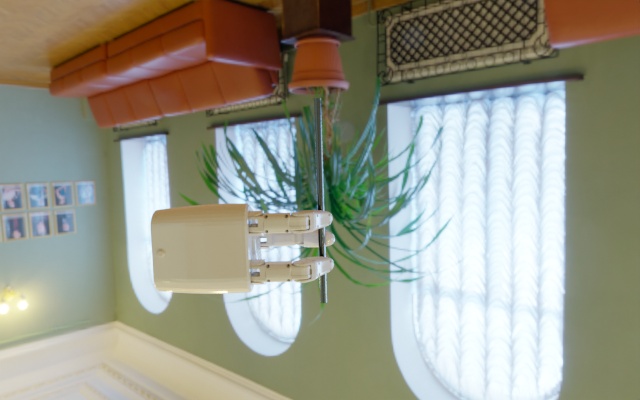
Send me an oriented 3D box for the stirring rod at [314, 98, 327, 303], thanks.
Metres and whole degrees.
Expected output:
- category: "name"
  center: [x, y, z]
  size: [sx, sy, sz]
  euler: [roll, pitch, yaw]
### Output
- category: "stirring rod"
  center: [0.000, 0.002, 0.562]
  size: [0.011, 0.239, 0.011]
  euler: [-2, 4, 0]
